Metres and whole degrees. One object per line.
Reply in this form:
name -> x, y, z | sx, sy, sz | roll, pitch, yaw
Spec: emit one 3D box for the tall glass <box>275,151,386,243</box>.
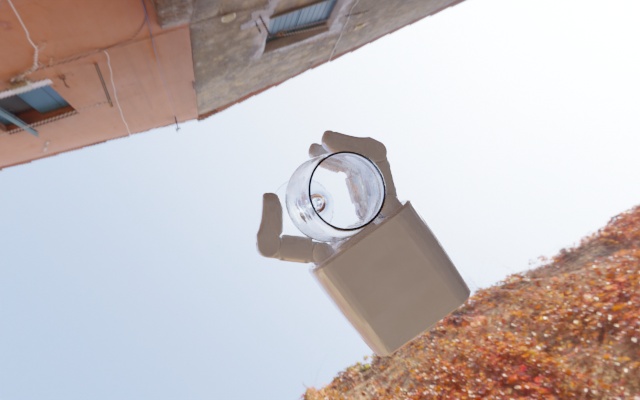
tall glass -> 0.000, 0.001, 0.460 | 0.079, 0.079, 0.201 | 0, -5, -12
